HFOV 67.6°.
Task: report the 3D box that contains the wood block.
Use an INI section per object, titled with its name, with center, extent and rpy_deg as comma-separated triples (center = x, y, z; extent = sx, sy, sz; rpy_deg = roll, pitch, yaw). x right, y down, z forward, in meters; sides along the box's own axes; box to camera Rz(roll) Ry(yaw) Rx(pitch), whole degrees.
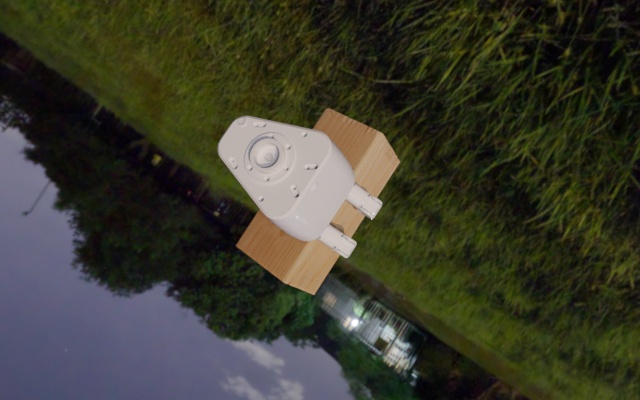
[wood block]
center = 0.000, 0.002, 0.604
extent = 0.090, 0.206, 0.090
rpy_deg = 31, -4, 30
